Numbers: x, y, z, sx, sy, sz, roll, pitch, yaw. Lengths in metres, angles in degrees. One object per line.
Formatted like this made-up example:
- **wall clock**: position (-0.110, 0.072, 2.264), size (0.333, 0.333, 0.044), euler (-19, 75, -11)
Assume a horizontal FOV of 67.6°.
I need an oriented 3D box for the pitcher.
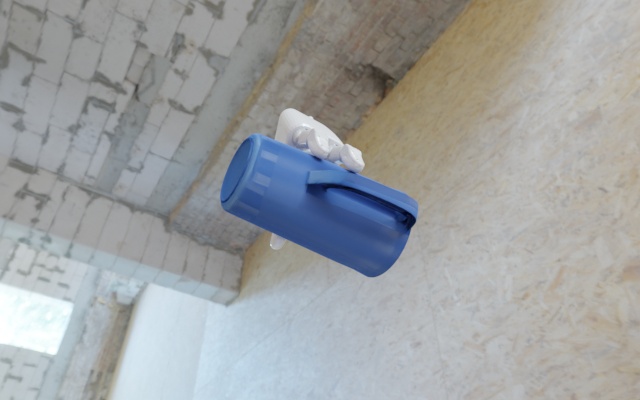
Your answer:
- **pitcher**: position (0.000, 0.002, 0.641), size (0.243, 0.149, 0.145), euler (24, 20, -23)
